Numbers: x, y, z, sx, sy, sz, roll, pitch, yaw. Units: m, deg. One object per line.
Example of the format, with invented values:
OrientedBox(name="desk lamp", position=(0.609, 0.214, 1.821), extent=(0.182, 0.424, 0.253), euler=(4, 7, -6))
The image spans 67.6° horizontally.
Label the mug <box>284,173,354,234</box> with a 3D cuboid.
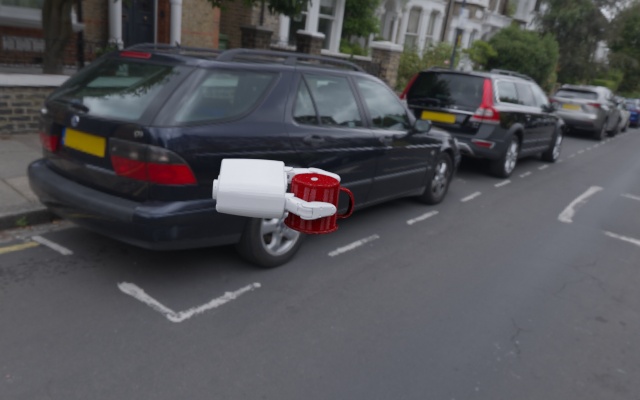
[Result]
OrientedBox(name="mug", position=(0.002, 0.003, 0.803), extent=(0.117, 0.081, 0.093), euler=(3, 18, -10))
